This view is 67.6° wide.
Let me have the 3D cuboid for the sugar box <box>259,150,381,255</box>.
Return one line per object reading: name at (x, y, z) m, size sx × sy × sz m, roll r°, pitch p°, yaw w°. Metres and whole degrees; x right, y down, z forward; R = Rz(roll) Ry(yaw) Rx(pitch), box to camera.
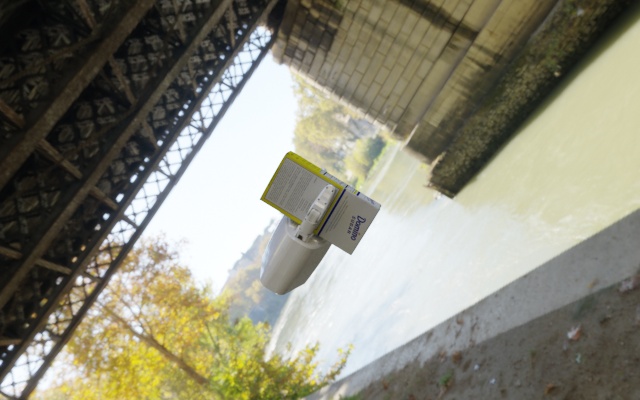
sugar box at (0.000, 0.002, 0.776) m, size 0.176 × 0.093 × 0.048 m, roll 31°, pitch 16°, yaw 1°
